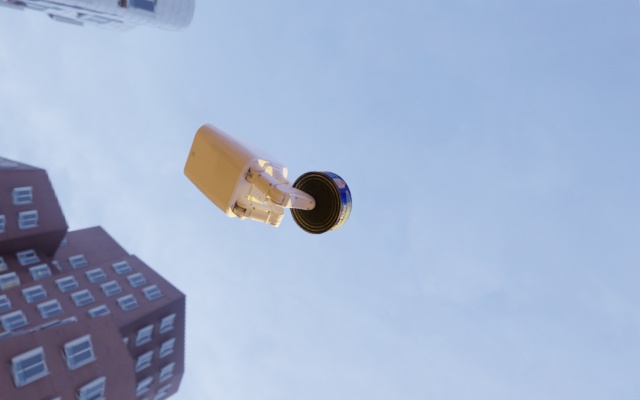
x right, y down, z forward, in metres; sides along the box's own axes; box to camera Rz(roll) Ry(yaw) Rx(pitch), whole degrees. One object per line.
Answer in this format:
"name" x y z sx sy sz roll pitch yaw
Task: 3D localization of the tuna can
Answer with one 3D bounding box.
"tuna can" 0.000 0.002 0.656 0.086 0.086 0.034 0 4 34
